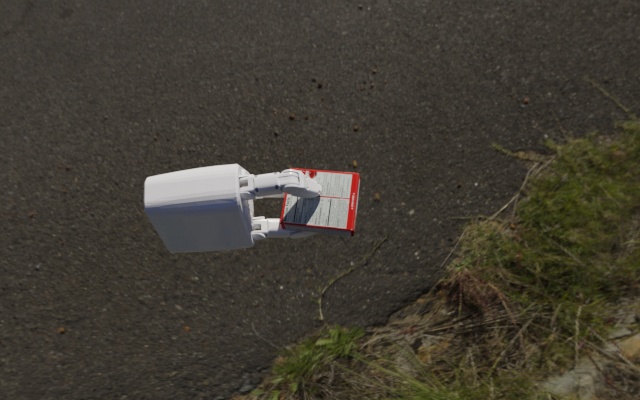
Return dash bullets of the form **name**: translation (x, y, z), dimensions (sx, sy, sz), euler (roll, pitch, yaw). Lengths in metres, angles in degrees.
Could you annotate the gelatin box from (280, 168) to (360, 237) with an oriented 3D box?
- **gelatin box**: translation (0.000, 0.002, 0.578), dimensions (0.089, 0.073, 0.030), euler (5, -19, 8)
